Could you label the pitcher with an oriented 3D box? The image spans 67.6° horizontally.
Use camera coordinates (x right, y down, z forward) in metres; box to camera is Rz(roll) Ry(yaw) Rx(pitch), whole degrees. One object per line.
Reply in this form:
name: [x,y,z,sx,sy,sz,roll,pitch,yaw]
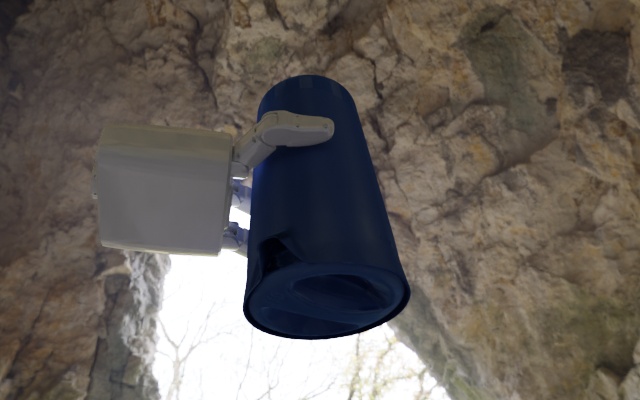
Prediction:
pitcher: [0.000,0.001,0.455,0.145,0.242,0.149,5,-40,-14]
